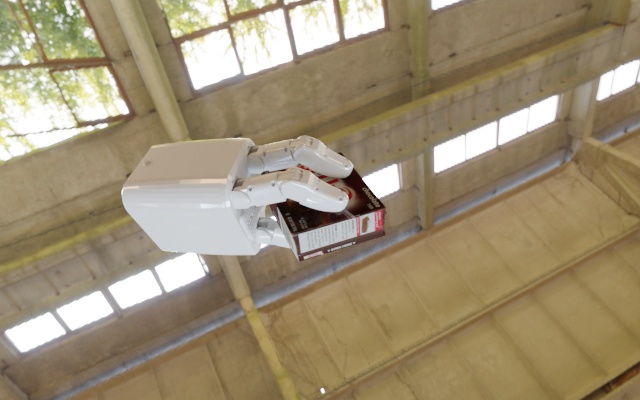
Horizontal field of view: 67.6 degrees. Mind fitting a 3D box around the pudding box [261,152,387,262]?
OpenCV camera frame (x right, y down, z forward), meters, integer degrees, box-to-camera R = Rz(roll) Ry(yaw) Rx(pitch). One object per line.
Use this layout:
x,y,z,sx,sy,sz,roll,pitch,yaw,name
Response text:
0.000,0.002,0.464,0.090,0.039,0.113,-16,40,-13,pudding box
